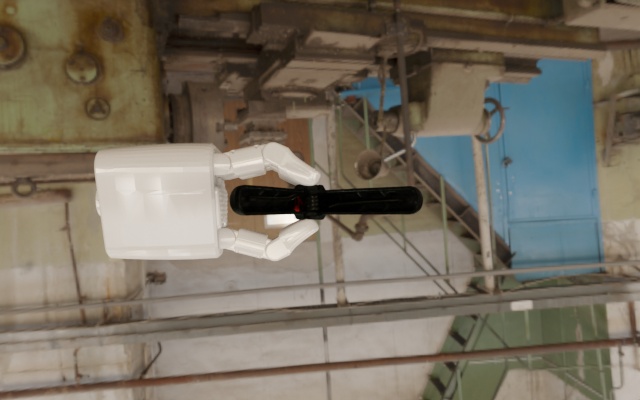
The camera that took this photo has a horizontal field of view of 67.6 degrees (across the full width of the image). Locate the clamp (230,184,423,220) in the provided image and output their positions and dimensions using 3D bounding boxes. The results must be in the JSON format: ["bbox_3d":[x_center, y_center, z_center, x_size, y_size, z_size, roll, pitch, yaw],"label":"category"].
[{"bbox_3d":[0.000,0.002,0.485,0.164,0.036,0.210,1,-1,-5],"label":"clamp"}]
